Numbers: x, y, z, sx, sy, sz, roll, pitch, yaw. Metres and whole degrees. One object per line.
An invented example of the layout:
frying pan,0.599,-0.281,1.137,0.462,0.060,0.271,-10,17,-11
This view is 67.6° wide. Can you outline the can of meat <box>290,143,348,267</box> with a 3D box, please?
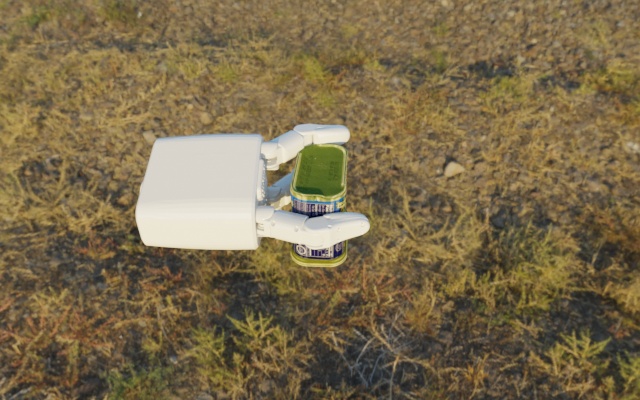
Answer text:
can of meat,0.000,0.001,0.483,0.057,0.084,0.102,2,36,3
